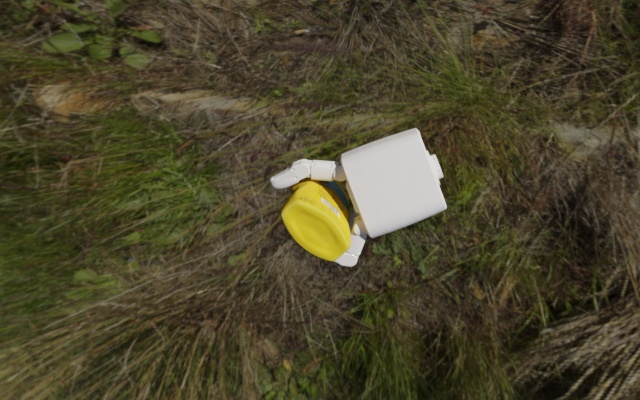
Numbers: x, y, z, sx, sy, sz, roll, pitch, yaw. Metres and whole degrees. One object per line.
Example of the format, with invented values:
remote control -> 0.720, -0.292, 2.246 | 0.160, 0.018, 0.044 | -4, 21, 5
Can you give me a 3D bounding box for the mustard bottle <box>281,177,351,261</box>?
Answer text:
mustard bottle -> 0.000, 0.002, 0.665 | 0.096, 0.058, 0.191 | 41, 20, -12
